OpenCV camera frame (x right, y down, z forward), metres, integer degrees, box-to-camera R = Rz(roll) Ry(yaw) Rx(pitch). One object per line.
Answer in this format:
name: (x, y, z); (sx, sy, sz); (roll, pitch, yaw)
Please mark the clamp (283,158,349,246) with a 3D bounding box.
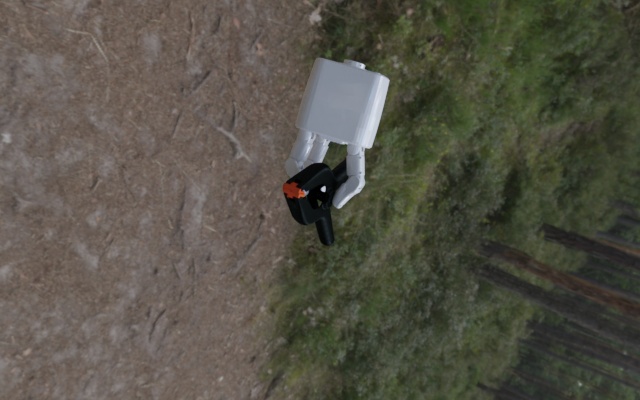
clamp: (0.001, 0.002, 0.728); (0.036, 0.164, 0.210); (21, 12, 23)
